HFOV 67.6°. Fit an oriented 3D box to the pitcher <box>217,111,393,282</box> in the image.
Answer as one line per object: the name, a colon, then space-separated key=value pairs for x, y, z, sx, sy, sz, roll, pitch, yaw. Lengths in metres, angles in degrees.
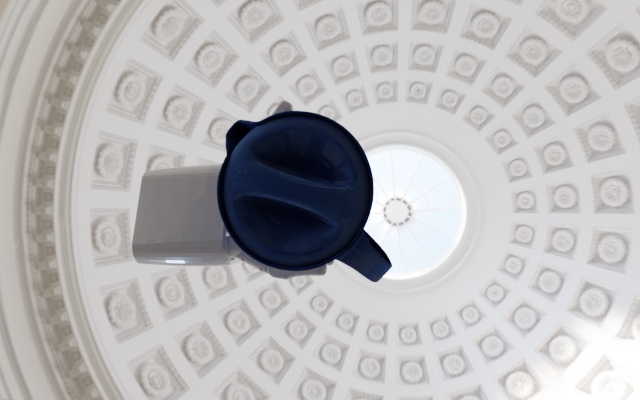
pitcher: x=0.000 y=0.002 z=0.507 sx=0.145 sy=0.149 sz=0.243 roll=-2 pitch=-1 yaw=8
